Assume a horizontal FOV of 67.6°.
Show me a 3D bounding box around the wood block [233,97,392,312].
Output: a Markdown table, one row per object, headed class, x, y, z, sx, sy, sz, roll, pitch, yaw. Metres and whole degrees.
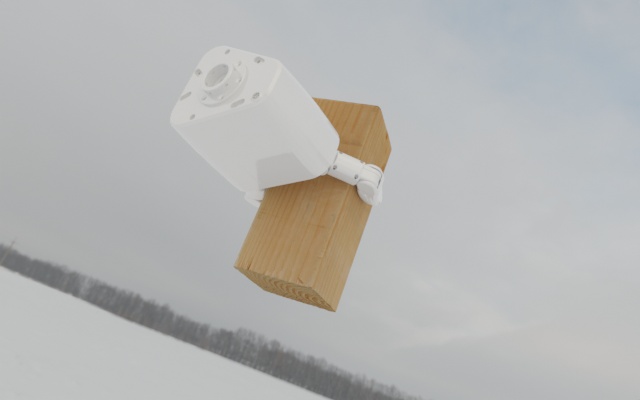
| class | x | y | z | sx | sy | sz | roll | pitch | yaw |
| --- | --- | --- | --- | --- | --- | --- | --- | --- | --- |
| wood block | 0.000 | 0.001 | 0.517 | 0.091 | 0.206 | 0.090 | 13 | -22 | 23 |
